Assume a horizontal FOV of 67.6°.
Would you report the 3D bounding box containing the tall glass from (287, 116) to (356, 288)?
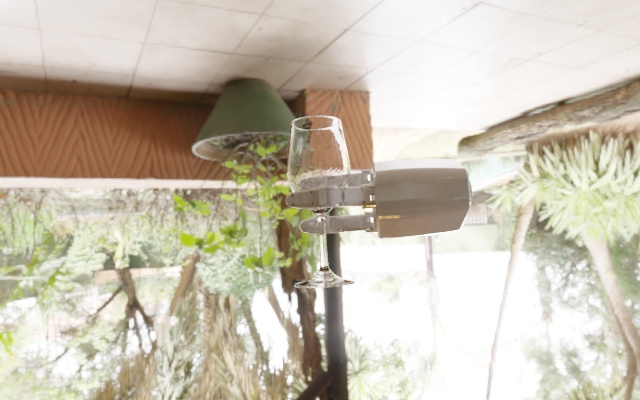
[{"bbox_3d":[0.000,0.003,0.583,0.079,0.201,0.079,-4,-4,0],"label":"tall glass"}]
